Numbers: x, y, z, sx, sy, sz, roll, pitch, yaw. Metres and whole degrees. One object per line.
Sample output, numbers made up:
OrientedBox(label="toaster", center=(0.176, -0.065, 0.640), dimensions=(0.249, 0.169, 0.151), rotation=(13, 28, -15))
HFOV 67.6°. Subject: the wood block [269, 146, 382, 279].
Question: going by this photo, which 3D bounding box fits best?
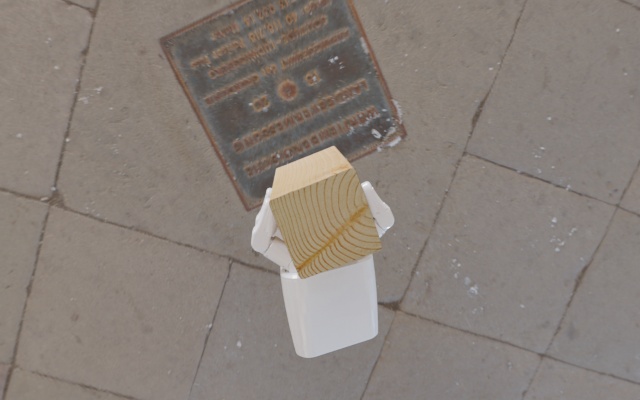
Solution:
OrientedBox(label="wood block", center=(0.001, 0.002, 0.562), dimensions=(0.091, 0.090, 0.206), rotation=(-21, 13, 1))
